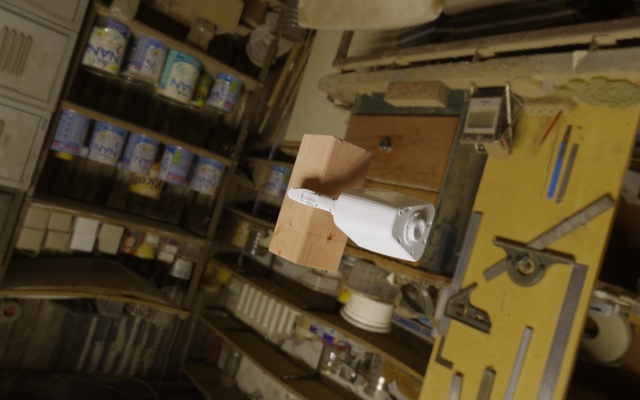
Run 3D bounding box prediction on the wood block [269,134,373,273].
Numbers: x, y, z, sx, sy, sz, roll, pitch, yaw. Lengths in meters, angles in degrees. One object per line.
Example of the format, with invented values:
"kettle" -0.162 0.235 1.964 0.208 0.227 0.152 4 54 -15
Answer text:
"wood block" 0.000 0.003 0.791 0.091 0.206 0.090 18 -2 -36
